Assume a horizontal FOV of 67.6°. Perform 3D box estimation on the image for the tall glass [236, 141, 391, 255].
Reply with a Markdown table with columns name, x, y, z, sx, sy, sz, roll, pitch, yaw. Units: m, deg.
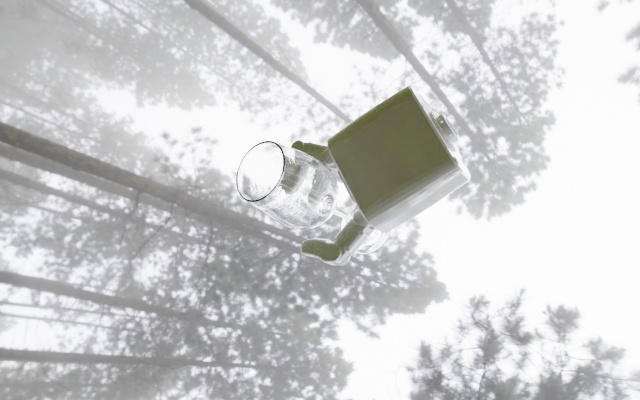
| name | x | y | z | sx | sy | sz | roll | pitch | yaw |
| --- | --- | --- | --- | --- | --- | --- | --- | --- | --- |
| tall glass | 0.000 | 0.002 | 0.523 | 0.079 | 0.079 | 0.201 | 0 | -17 | 38 |
